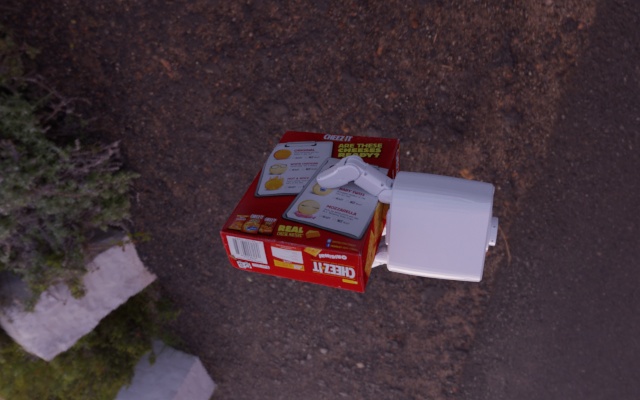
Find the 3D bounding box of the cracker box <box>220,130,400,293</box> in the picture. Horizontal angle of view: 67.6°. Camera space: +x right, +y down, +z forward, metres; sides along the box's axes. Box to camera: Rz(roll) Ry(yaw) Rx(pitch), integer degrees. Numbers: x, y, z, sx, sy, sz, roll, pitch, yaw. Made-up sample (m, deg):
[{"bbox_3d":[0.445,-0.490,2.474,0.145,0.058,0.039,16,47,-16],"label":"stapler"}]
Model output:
[{"bbox_3d":[0.000,0.002,0.595,0.164,0.072,0.213,7,42,17],"label":"cracker box"}]
